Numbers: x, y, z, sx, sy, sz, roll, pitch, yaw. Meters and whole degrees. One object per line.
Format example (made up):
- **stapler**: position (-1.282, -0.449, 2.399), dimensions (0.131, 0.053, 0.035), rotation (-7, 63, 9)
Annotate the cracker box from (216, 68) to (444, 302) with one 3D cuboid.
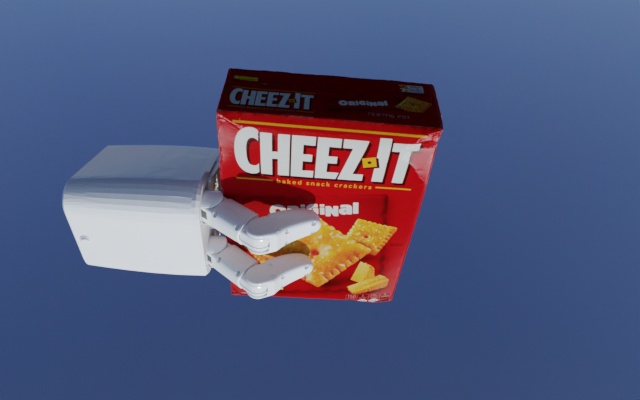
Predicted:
- **cracker box**: position (0.000, 0.001, 0.422), dimensions (0.164, 0.214, 0.072), rotation (4, 44, -2)
